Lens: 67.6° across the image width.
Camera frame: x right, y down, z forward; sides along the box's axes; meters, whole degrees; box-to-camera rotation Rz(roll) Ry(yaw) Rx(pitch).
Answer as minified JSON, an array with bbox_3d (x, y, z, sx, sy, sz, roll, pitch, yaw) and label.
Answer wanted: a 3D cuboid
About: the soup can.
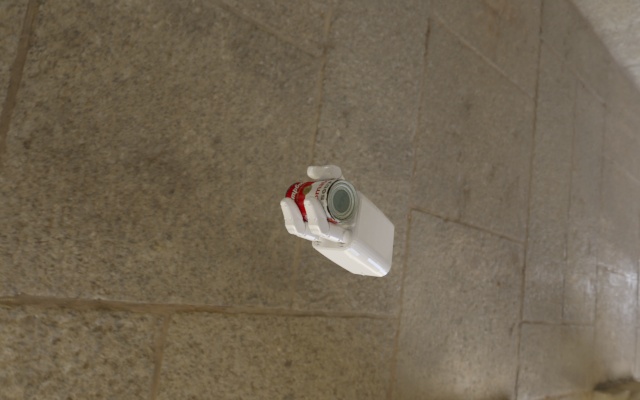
[{"bbox_3d":[0.000,0.002,0.750,0.068,0.068,0.102,0,-1,-43],"label":"soup can"}]
